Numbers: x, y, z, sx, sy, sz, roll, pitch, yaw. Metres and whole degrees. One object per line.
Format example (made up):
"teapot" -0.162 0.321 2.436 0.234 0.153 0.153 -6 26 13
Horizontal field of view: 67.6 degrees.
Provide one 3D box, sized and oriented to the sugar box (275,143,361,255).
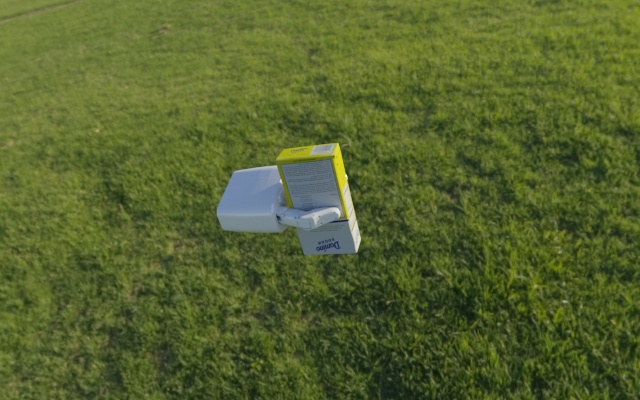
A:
"sugar box" 0.000 0.002 0.744 0.093 0.176 0.048 -4 32 19
